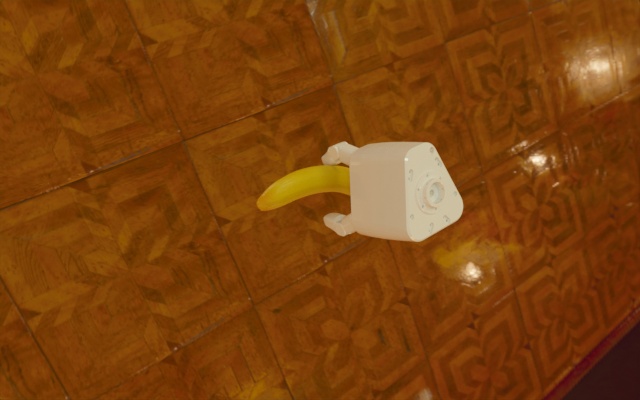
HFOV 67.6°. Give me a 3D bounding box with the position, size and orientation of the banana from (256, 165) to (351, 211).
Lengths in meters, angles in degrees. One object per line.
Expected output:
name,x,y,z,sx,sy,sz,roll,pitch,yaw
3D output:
banana,0.004,-0.016,0.673,0.198,0.069,0.037,3,3,-32
